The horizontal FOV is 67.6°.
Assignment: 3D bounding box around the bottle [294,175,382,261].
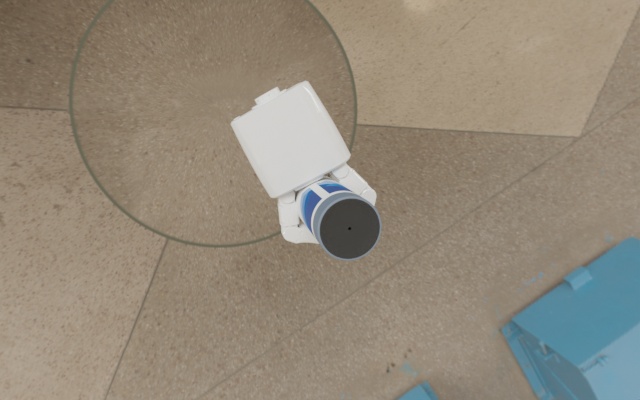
[{"bbox_3d":[0.000,0.002,0.615,0.069,0.069,0.295,0,10,-12],"label":"bottle"}]
